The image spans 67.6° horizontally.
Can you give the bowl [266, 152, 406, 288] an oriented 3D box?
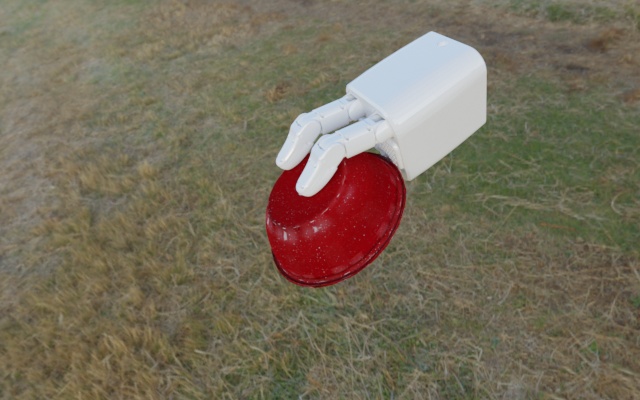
[{"bbox_3d":[-0.001,0.002,0.473,0.162,0.162,0.055,0,-32,41],"label":"bowl"}]
